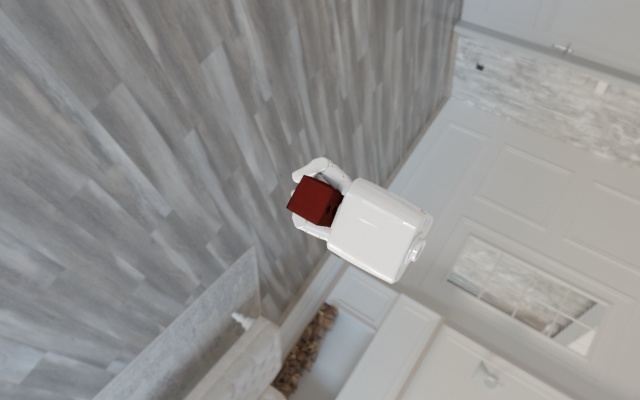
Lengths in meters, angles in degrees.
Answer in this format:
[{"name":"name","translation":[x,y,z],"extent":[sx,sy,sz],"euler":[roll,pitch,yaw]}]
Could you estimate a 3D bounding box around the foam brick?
[{"name":"foam brick","translation":[0.000,0.002,0.657],"extent":[0.051,0.053,0.078],"euler":[30,7,22]}]
